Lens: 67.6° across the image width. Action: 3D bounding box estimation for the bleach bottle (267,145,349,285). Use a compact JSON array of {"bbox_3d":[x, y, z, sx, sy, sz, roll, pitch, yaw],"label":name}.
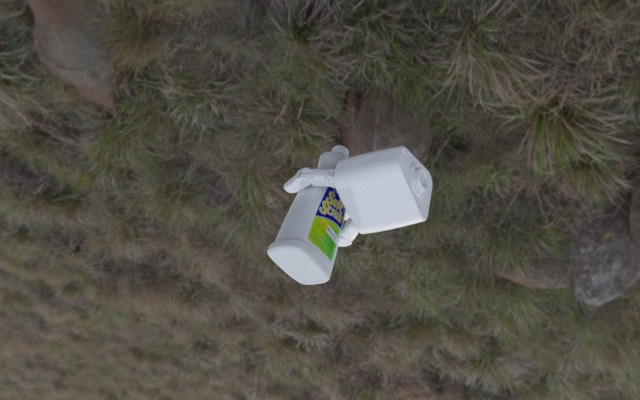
[{"bbox_3d":[0.000,0.003,0.761,0.068,0.250,0.103,-13,-47,34],"label":"bleach bottle"}]
